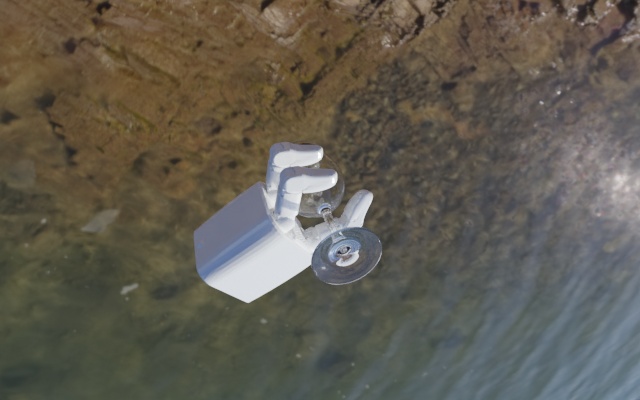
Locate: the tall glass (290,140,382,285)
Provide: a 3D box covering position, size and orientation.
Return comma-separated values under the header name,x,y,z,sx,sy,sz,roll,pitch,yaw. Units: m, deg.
name,x,y,z,sx,sy,sz,roll,pitch,yaw
tall glass,0.000,0.002,0.554,0.079,0.079,0.201,0,34,-18
